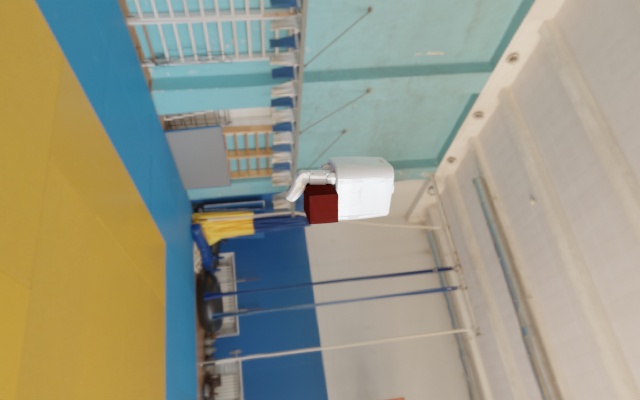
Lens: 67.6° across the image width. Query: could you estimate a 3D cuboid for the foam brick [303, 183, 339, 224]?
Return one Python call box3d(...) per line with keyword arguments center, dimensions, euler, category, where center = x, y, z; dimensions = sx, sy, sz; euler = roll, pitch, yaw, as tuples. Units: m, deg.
box3d(center=(0.000, 0.003, 0.827), dimensions=(0.051, 0.053, 0.078), euler=(-2, 19, -8), category="foam brick")
